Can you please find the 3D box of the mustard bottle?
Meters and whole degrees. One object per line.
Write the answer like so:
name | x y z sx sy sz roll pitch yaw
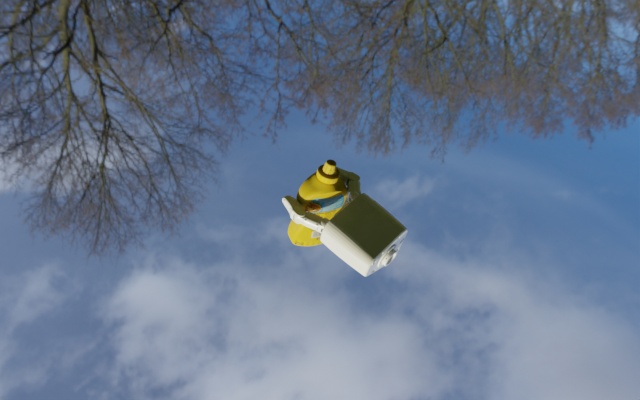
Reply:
mustard bottle | 0.000 0.003 0.889 0.096 0.192 0.058 -8 48 -24
